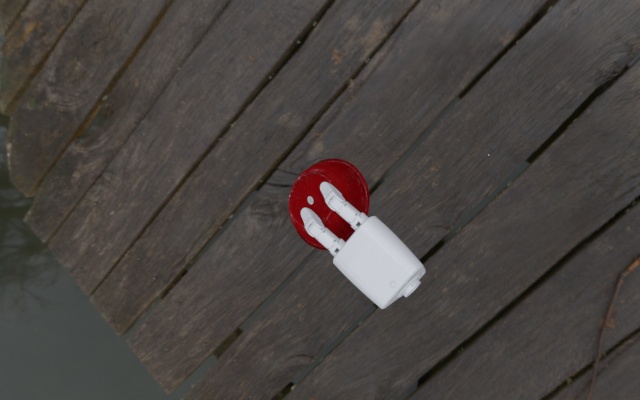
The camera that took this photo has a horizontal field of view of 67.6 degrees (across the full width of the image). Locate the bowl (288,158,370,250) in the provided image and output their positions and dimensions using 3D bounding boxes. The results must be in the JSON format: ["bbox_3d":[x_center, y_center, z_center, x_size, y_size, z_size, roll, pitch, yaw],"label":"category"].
[{"bbox_3d":[-0.001,0.002,0.809,0.162,0.162,0.055,0,-8,34],"label":"bowl"}]
